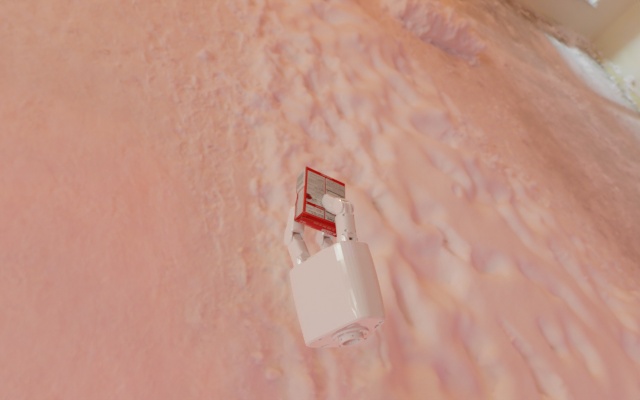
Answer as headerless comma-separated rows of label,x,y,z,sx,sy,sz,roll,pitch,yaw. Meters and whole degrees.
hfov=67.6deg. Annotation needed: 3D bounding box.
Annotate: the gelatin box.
gelatin box,0.000,0.002,0.707,0.073,0.089,0.030,22,-41,-25
